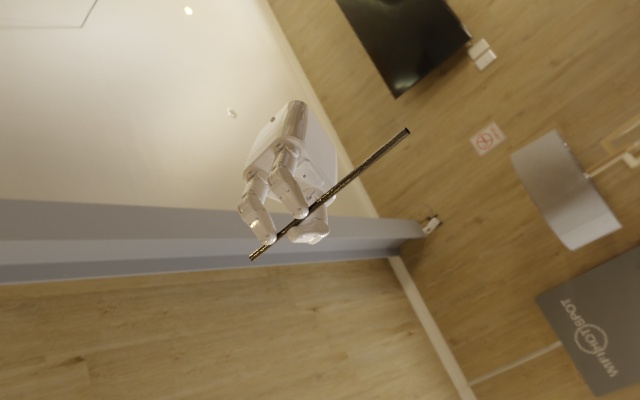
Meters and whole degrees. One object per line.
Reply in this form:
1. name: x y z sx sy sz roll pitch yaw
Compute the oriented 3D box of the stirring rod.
1. stirring rod: 0.000 0.002 0.504 0.239 0.011 0.011 -39 -22 29
